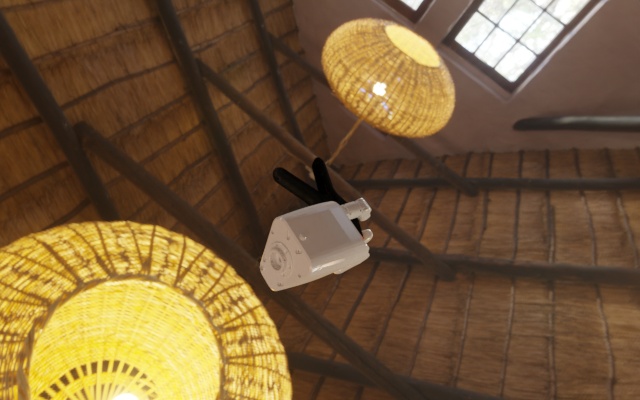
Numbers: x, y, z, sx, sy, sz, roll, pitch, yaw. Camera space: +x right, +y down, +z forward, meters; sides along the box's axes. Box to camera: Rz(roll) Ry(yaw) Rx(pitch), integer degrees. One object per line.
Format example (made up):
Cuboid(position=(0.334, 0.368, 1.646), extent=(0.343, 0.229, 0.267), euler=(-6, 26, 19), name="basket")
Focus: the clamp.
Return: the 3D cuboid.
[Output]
Cuboid(position=(0.000, 0.003, 0.752), extent=(0.120, 0.171, 0.039), euler=(-13, -29, -43), name="clamp")
